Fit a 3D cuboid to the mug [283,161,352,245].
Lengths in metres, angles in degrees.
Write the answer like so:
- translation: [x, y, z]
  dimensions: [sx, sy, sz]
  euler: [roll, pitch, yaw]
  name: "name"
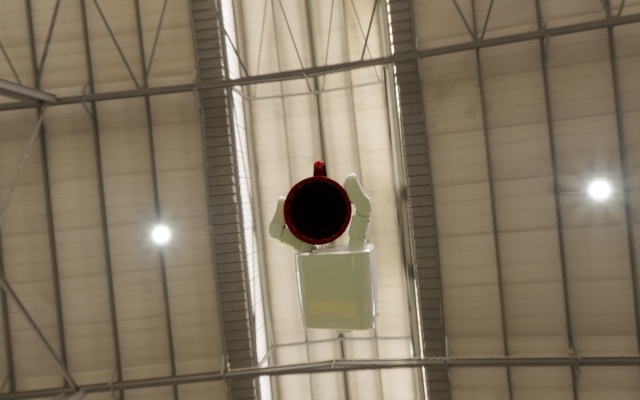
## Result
- translation: [0.000, 0.001, 0.681]
  dimensions: [0.093, 0.117, 0.081]
  euler: [-4, -1, 7]
  name: "mug"
